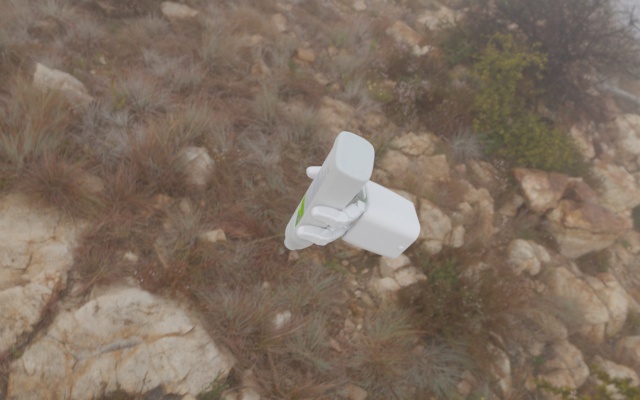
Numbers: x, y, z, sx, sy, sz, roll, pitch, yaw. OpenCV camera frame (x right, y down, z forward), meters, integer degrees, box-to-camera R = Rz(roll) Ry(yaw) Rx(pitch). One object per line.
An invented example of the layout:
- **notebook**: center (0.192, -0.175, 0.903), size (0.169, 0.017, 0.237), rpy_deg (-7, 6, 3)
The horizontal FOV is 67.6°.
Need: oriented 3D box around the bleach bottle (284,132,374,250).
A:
- **bleach bottle**: center (0.000, 0.003, 0.821), size (0.068, 0.102, 0.251), rpy_deg (25, -45, -13)
